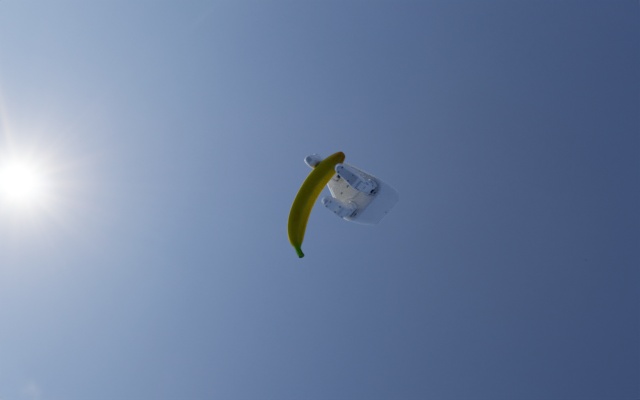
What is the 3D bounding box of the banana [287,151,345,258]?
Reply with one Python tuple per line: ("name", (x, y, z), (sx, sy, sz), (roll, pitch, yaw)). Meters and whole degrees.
("banana", (-0.016, 0.000, 0.847), (0.069, 0.198, 0.037), (20, -1, 34))
